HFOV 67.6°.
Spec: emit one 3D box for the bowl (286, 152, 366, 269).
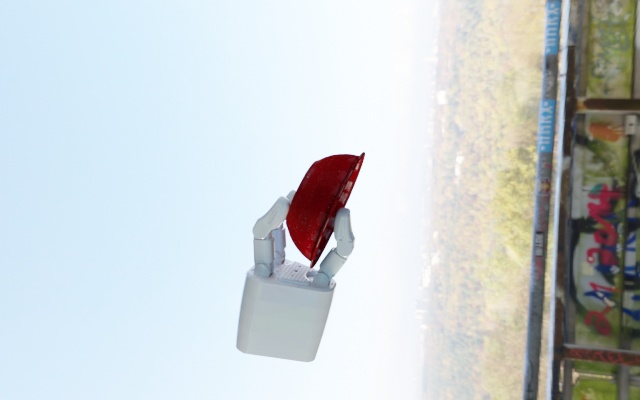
[{"bbox_3d":[0.000,0.001,0.606,0.055,0.162,0.162,25,3,7],"label":"bowl"}]
